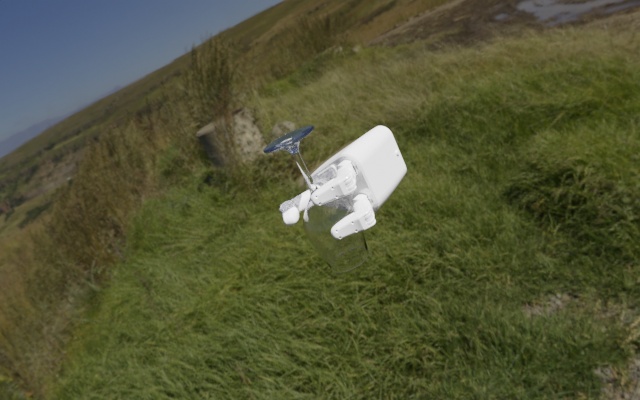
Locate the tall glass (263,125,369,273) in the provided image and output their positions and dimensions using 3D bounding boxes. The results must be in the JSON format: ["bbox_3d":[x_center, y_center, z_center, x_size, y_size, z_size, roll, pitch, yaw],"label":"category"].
[{"bbox_3d":[0.000,0.002,0.661,0.079,0.201,0.079,-23,19,9],"label":"tall glass"}]
